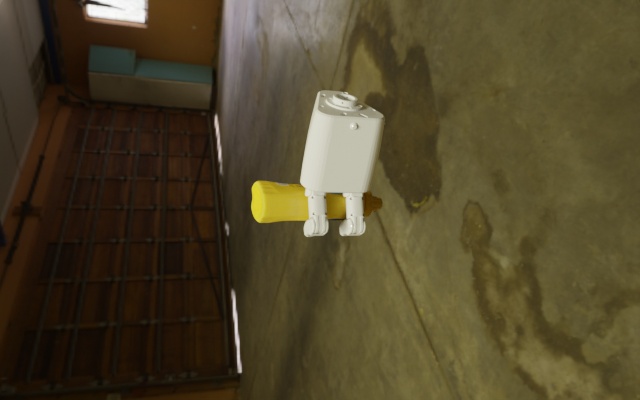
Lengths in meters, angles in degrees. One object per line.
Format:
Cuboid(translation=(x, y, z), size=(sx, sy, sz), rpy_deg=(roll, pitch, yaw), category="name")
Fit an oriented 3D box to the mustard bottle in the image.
Cuboid(translation=(0.000, 0.003, 0.698), size=(0.191, 0.058, 0.096), rpy_deg=(1, 6, -17), category="mustard bottle")
